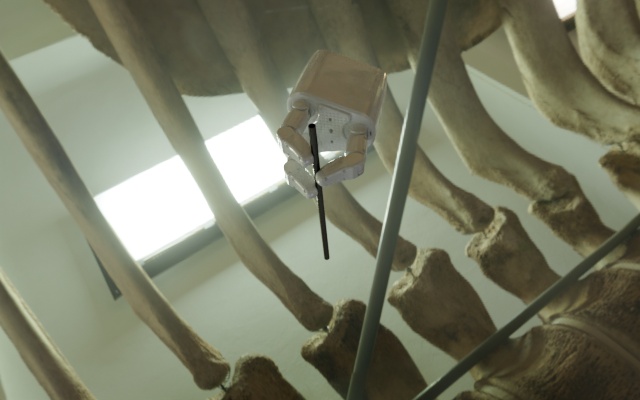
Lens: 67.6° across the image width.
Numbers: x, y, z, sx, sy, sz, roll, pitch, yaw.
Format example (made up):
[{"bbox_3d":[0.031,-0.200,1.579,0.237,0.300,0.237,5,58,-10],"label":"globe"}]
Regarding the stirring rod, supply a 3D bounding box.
[{"bbox_3d":[0.000,0.002,0.581,0.011,0.011,0.240,0,-41,6],"label":"stirring rod"}]
